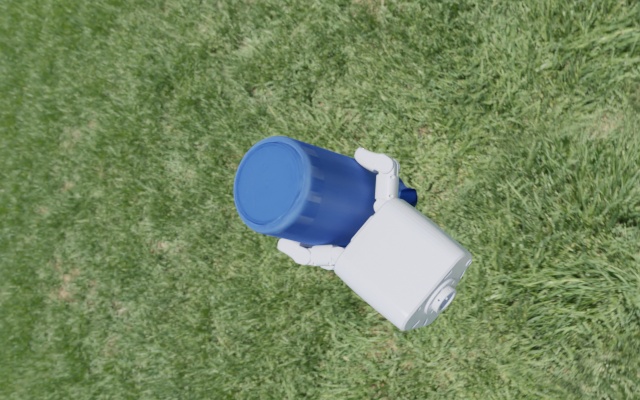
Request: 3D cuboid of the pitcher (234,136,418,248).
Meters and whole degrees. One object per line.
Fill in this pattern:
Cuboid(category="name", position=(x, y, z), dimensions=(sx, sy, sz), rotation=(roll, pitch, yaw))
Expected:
Cuboid(category="pitcher", position=(0.000, 0.002, 0.609), dimensions=(0.145, 0.149, 0.243), rotation=(39, 14, 32))
